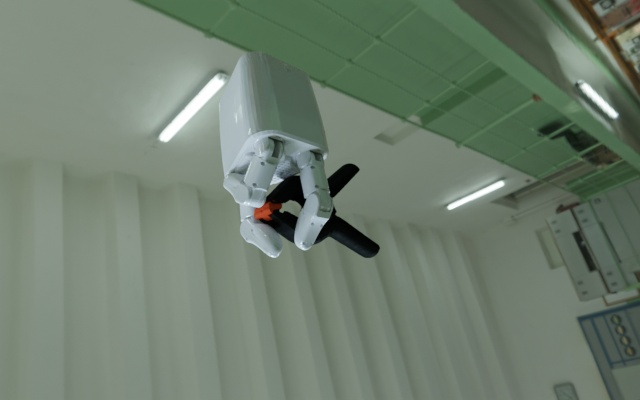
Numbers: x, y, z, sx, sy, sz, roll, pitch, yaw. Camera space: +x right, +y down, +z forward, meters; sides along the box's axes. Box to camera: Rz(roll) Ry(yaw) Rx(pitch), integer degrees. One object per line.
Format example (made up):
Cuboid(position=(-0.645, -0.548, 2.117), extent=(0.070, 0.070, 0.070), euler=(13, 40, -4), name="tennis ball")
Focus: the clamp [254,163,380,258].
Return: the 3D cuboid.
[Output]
Cuboid(position=(0.000, 0.002, 0.549), extent=(0.171, 0.120, 0.039), euler=(13, -34, -43), name="clamp")
